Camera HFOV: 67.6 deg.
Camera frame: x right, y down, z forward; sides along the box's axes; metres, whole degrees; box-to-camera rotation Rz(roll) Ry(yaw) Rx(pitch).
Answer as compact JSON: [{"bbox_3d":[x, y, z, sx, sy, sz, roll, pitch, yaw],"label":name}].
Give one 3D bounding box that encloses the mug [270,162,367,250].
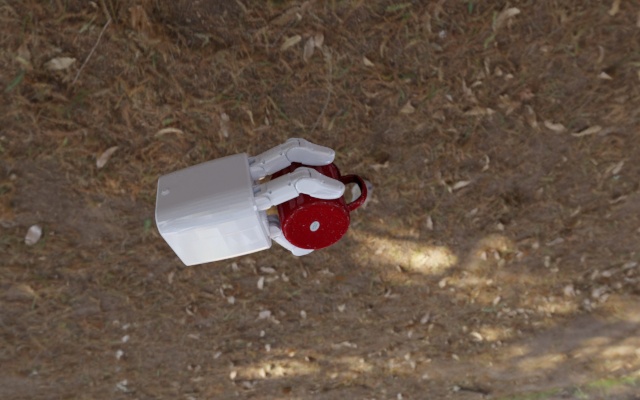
[{"bbox_3d":[0.002,0.002,0.578,0.117,0.093,0.081,-16,43,-1],"label":"mug"}]
